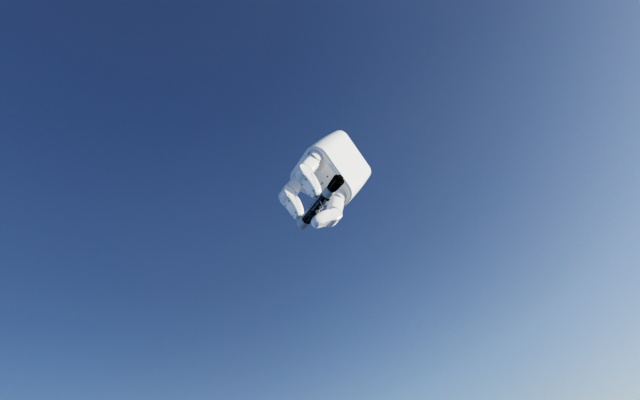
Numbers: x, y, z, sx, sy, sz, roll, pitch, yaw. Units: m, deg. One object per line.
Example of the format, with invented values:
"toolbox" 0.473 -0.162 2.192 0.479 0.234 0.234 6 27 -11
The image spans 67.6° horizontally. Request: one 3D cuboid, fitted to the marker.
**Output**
"marker" 0.000 0.002 0.737 0.020 0.020 0.121 0 -38 -40
